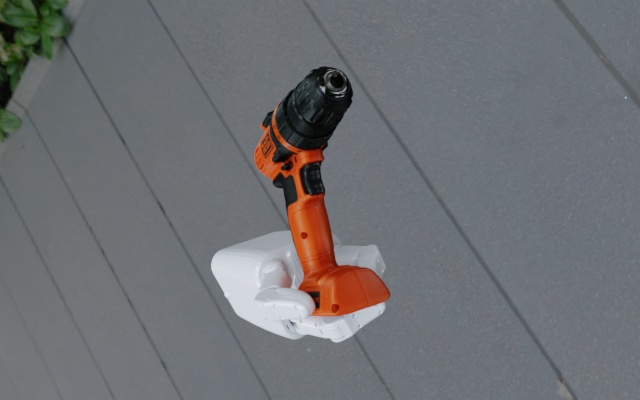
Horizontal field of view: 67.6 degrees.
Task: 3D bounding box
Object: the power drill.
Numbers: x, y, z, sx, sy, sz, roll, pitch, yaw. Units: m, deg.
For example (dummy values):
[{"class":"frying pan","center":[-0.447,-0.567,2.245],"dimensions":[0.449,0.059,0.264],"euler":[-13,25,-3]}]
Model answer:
[{"class":"power drill","center":[0.000,0.002,0.410],"dimensions":[0.057,0.187,0.184],"euler":[-12,-9,-20]}]
